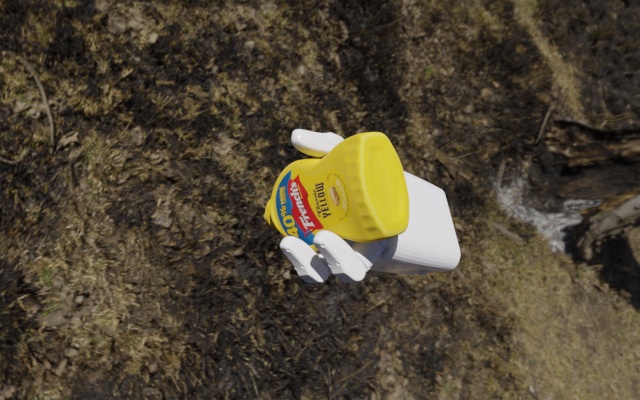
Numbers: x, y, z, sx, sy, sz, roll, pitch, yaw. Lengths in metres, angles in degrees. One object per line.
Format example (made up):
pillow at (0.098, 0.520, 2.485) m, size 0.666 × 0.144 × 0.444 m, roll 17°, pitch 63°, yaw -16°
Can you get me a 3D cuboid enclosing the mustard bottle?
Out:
mustard bottle at (0.000, 0.002, 0.487) m, size 0.058 × 0.096 × 0.191 m, roll -14°, pitch -2°, yaw -39°
